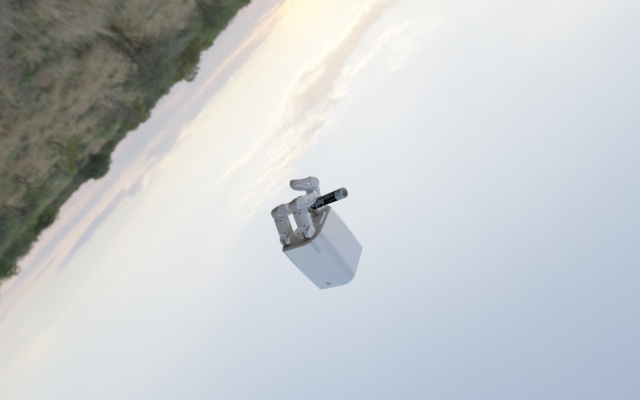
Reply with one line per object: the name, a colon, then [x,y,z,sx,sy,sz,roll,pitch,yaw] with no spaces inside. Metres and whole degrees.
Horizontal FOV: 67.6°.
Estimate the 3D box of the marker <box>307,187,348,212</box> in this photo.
marker: [0.000,0.003,0.819,0.020,0.020,0.121,0,-15,-42]
